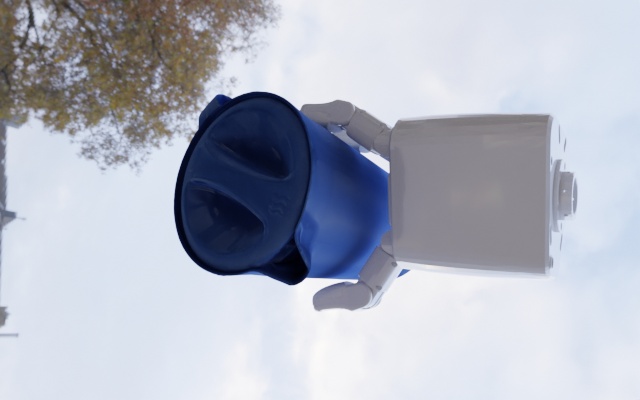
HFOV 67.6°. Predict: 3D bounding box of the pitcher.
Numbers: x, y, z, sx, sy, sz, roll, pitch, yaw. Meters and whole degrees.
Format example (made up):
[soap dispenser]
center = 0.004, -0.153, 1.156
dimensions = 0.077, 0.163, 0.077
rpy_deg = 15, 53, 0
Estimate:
[pitcher]
center = 0.000, 0.001, 0.431
dimensions = 0.145, 0.149, 0.243
rpy_deg = 3, -10, 35
